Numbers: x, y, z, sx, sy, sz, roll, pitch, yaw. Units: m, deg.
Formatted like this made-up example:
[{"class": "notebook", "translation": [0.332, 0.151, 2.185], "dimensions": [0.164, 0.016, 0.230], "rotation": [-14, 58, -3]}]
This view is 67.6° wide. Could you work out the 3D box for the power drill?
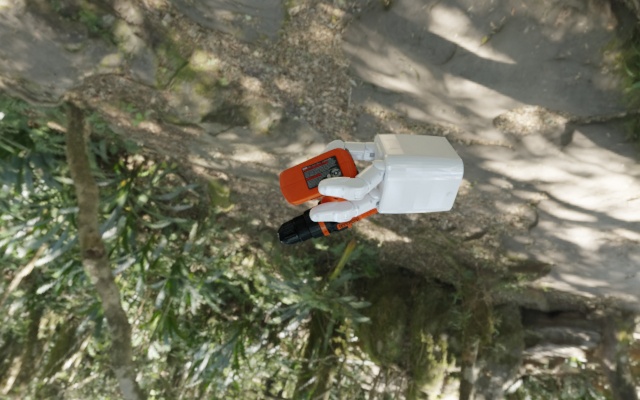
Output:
[{"class": "power drill", "translation": [0.000, 0.002, 0.723], "dimensions": [0.184, 0.057, 0.188], "rotation": [-24, -23, 3]}]
